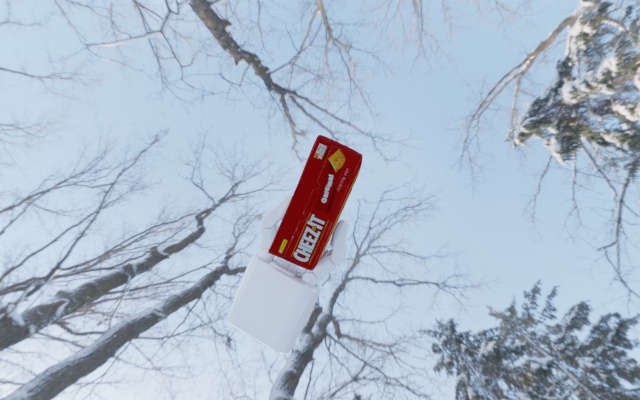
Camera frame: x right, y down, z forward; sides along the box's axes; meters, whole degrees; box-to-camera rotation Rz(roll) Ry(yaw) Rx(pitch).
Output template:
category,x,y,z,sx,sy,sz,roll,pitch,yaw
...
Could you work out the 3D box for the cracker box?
category,x,y,z,sx,sy,sz,roll,pitch,yaw
cracker box,0.000,0.002,0.699,0.072,0.164,0.213,23,2,2
